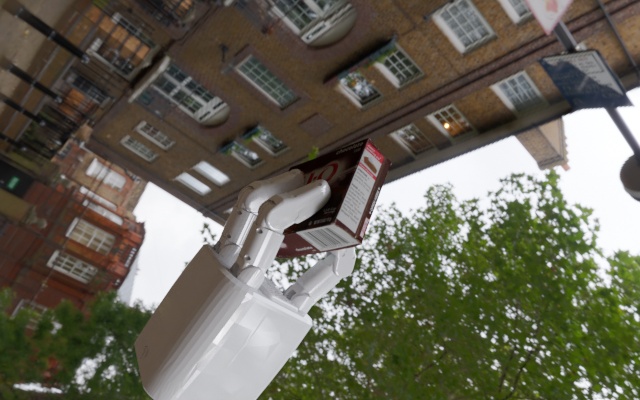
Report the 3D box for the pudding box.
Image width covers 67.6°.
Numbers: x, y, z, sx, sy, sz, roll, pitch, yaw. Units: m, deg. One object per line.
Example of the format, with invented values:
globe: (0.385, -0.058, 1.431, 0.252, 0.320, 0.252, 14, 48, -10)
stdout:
pudding box: (0.000, 0.002, 0.424, 0.113, 0.090, 0.039, -13, -45, 46)
